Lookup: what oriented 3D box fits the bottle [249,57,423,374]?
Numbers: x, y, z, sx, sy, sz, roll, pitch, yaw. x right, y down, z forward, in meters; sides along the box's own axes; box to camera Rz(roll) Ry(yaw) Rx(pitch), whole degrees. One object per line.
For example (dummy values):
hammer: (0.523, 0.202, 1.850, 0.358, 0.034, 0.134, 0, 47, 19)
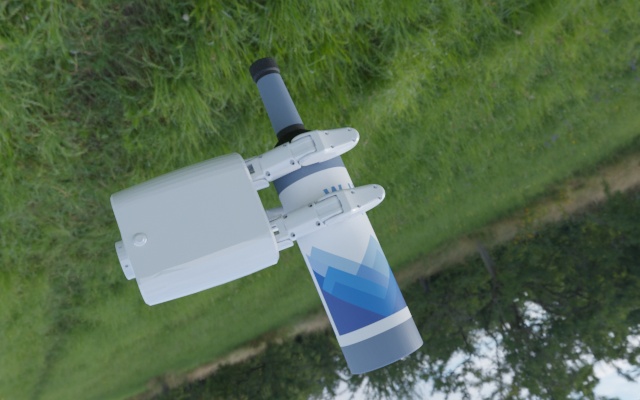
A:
bottle: (0.000, 0.002, 0.435, 0.069, 0.295, 0.069, -22, -11, -5)
